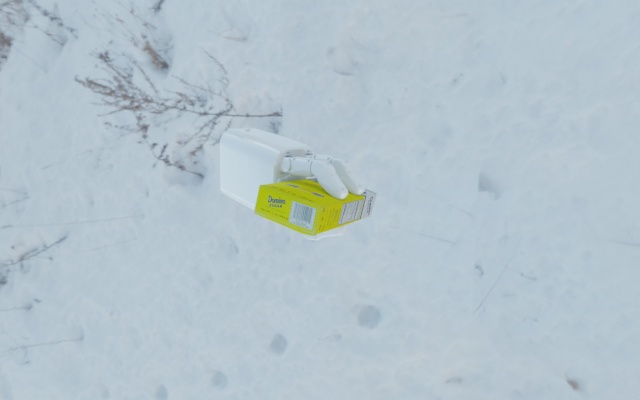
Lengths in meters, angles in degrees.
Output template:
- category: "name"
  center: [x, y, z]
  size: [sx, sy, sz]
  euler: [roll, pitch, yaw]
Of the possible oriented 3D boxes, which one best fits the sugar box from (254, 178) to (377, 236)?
- category: "sugar box"
  center: [0.000, 0.002, 0.657]
  size: [0.093, 0.048, 0.176]
  euler: [20, 18, 25]
